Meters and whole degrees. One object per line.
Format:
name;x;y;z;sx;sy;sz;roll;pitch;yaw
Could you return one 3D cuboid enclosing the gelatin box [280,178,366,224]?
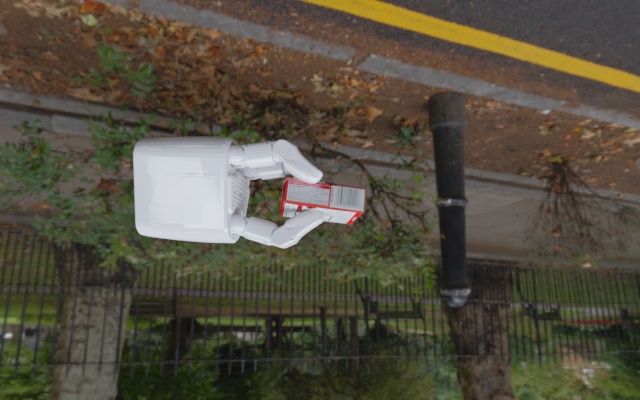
gelatin box;0.000;0.002;0.536;0.089;0.030;0.073;8;-14;-5
